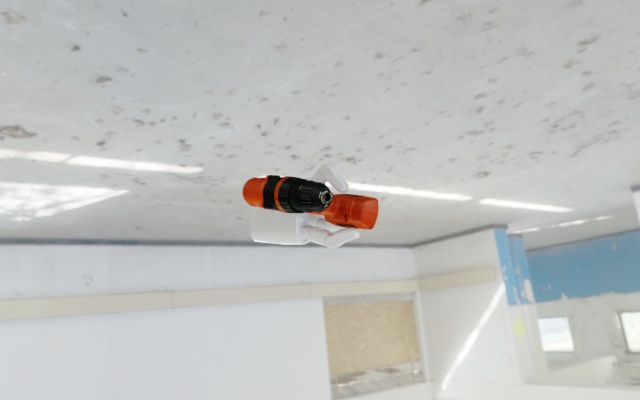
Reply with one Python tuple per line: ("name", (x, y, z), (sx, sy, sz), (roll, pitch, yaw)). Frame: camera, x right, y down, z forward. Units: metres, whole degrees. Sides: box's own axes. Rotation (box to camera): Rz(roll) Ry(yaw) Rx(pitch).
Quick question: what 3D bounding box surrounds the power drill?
("power drill", (0.000, 0.002, 0.725), (0.188, 0.057, 0.184), (15, -5, -40))
